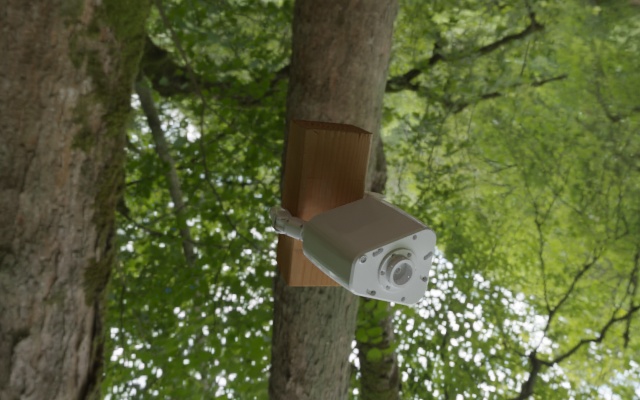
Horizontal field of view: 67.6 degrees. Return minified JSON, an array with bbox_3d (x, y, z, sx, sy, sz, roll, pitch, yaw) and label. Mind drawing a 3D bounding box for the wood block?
[{"bbox_3d":[0.000,0.002,0.640,0.091,0.206,0.090,3,16,-16],"label":"wood block"}]
